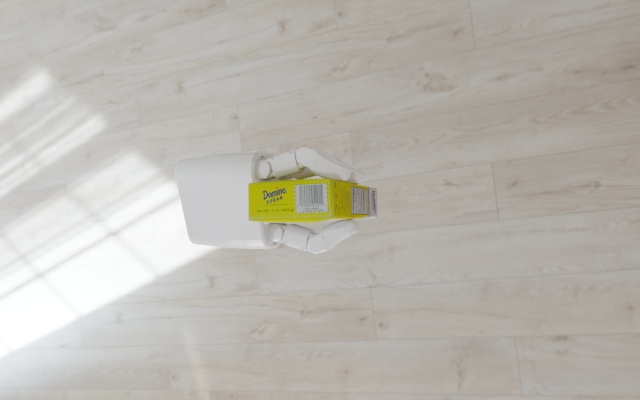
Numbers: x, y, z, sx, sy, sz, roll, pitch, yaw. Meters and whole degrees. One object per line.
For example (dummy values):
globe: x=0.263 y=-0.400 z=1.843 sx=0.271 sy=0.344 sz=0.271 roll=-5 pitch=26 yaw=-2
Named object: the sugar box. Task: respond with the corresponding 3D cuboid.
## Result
sugar box: x=0.000 y=0.001 z=0.550 sx=0.093 sy=0.048 sz=0.176 roll=-1 pitch=1 yaw=20
